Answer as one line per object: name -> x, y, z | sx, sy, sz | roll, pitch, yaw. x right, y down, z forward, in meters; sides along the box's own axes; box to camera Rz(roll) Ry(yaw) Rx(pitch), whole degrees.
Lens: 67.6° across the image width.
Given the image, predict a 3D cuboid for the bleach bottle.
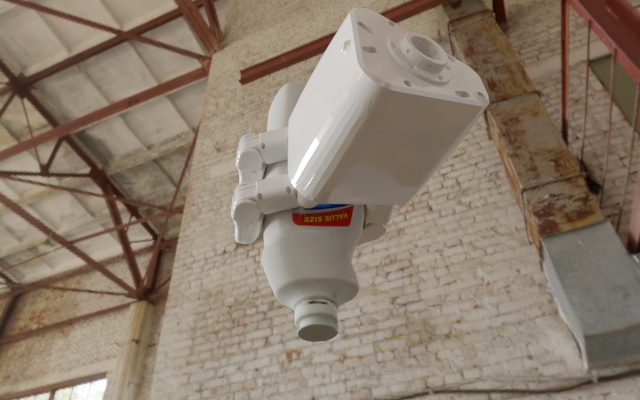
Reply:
bleach bottle -> 0.000, 0.001, 0.419 | 0.102, 0.250, 0.068 | 16, -45, -20
